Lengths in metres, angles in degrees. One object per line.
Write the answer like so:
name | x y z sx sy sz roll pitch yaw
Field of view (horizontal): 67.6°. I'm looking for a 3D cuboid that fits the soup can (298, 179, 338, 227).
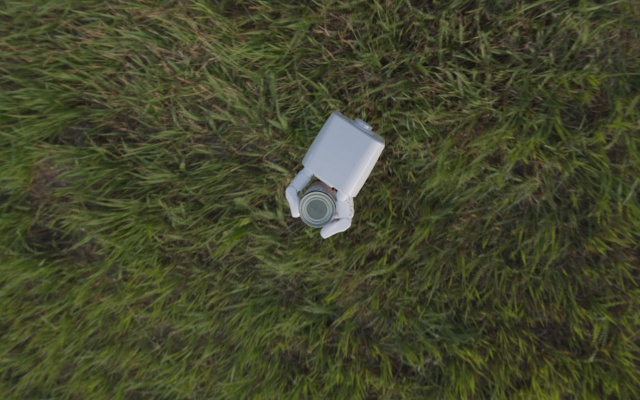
soup can | 0.000 0.003 0.866 0.068 0.068 0.102 0 15 7
